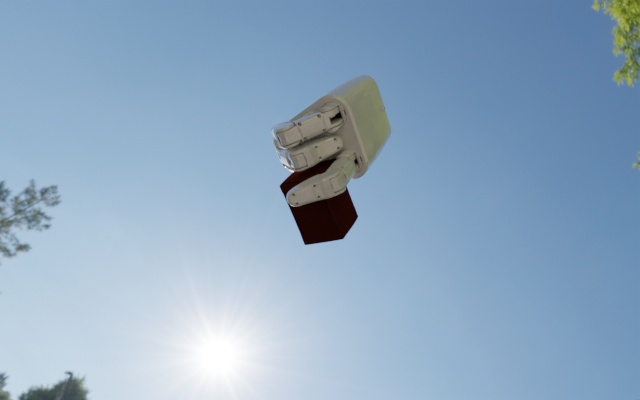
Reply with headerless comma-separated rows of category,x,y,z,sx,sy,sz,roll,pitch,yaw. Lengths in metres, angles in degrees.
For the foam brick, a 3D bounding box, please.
foam brick,0.000,0.002,0.533,0.053,0.078,0.051,-9,23,30
